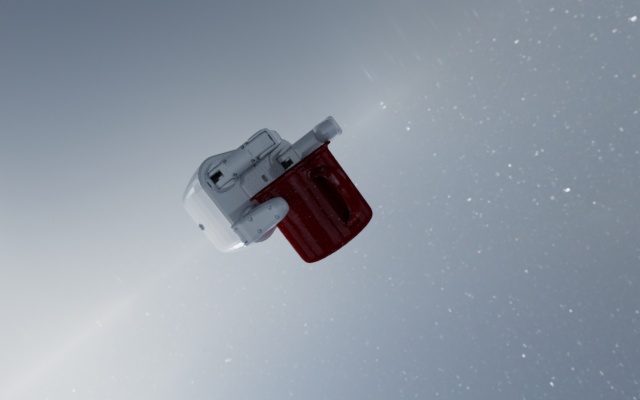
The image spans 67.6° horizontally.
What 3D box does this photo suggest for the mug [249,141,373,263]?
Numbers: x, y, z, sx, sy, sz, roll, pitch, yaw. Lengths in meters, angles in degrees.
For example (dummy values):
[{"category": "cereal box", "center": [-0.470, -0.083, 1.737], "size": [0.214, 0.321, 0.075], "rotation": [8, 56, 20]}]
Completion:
[{"category": "mug", "center": [0.001, 0.001, 0.435], "size": [0.093, 0.081, 0.117], "rotation": [-40, 7, -28]}]
